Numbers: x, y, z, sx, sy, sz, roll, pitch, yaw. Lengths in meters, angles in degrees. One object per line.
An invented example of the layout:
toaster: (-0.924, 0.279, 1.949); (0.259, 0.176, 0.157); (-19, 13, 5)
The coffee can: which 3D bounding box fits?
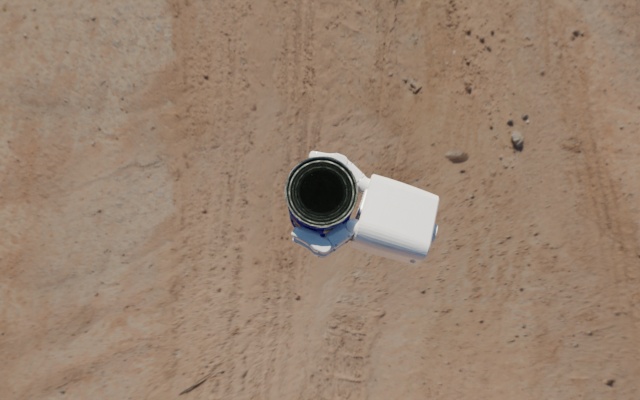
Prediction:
coffee can: (0.000, 0.002, 0.726); (0.103, 0.102, 0.140); (0, -13, -1)
